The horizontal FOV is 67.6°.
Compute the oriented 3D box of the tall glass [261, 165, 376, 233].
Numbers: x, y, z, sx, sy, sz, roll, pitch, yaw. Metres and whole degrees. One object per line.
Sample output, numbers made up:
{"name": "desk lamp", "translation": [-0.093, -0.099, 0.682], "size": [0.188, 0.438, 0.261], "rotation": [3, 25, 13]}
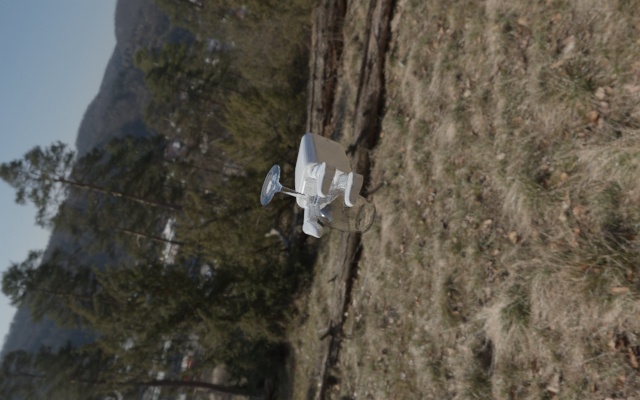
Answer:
{"name": "tall glass", "translation": [0.000, 0.003, 0.855], "size": [0.201, 0.079, 0.079], "rotation": [19, -8, -22]}
